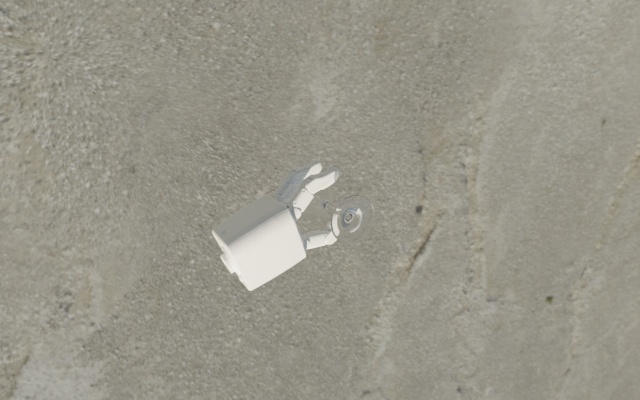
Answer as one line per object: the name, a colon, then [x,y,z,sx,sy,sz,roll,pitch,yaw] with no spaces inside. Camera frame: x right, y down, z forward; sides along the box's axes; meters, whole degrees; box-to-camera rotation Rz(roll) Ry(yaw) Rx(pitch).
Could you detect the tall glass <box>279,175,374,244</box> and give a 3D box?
tall glass: [0.001,0.003,0.778,0.079,0.079,0.201,0,15,-29]
